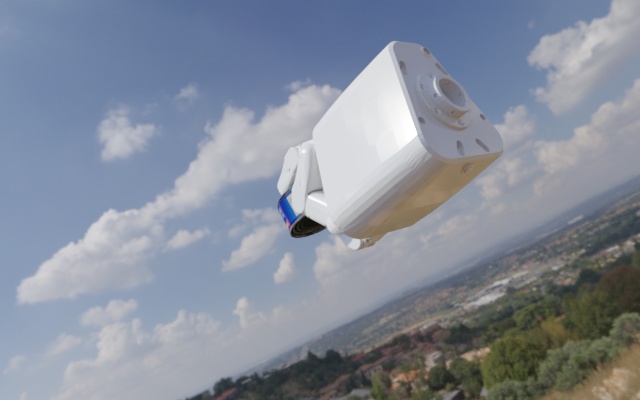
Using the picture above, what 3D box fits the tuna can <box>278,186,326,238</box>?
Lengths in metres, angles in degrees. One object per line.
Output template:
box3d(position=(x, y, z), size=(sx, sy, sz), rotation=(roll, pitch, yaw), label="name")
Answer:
box3d(position=(0.000, 0.001, 0.486), size=(0.086, 0.033, 0.086), rotation=(-27, -18, -10), label="tuna can")
